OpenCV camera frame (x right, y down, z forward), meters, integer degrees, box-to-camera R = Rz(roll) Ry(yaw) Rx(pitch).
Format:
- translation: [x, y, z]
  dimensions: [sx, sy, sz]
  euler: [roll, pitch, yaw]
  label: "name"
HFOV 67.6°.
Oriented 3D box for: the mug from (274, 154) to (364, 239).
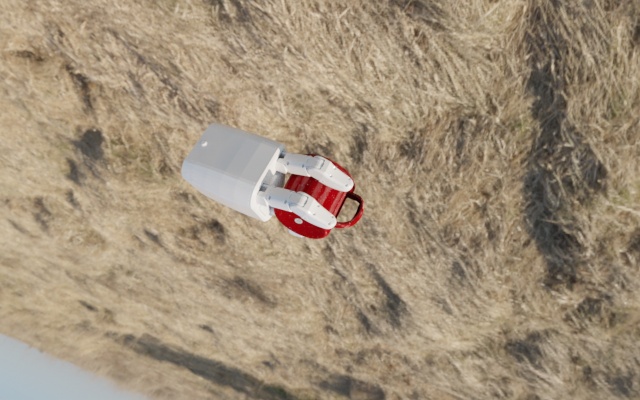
- translation: [0.001, 0.003, 0.639]
  dimensions: [0.117, 0.081, 0.093]
  euler: [20, -28, 12]
  label: "mug"
